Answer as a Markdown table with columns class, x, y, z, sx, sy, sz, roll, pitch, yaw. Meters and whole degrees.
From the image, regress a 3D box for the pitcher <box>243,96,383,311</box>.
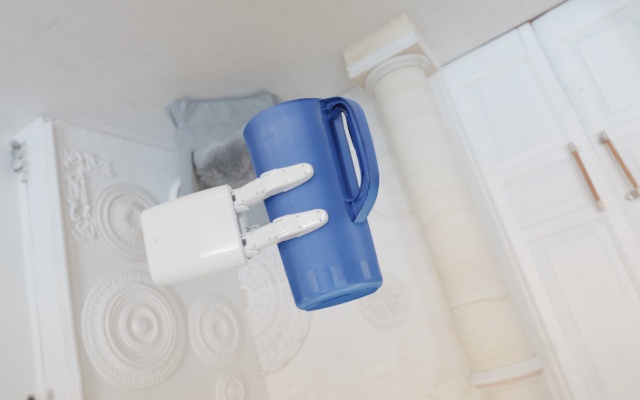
| class | x | y | z | sx | sy | sz | roll | pitch | yaw |
| --- | --- | --- | --- | --- | --- | --- | --- | --- | --- |
| pitcher | 0.000 | 0.002 | 0.587 | 0.145 | 0.242 | 0.149 | -15 | -17 | -5 |
